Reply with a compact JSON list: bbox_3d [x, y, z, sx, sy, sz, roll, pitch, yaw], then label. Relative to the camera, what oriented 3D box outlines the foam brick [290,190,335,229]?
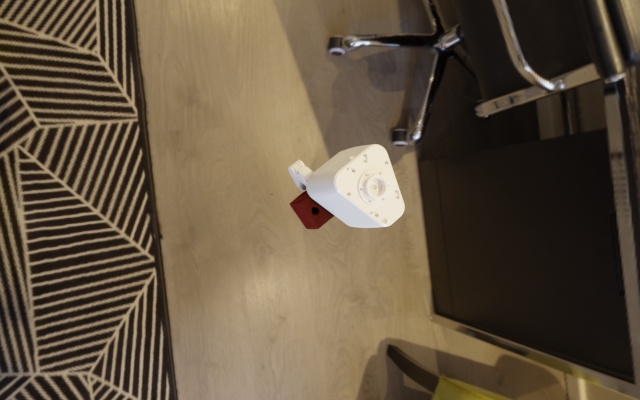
[{"bbox_3d":[0.000,0.003,0.759,0.078,0.053,0.051,-40,12,-16],"label":"foam brick"}]
